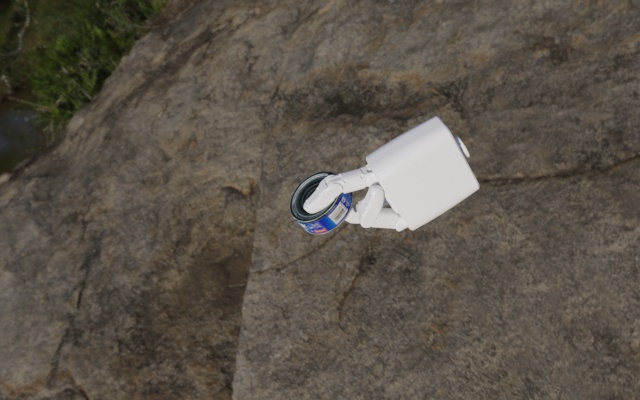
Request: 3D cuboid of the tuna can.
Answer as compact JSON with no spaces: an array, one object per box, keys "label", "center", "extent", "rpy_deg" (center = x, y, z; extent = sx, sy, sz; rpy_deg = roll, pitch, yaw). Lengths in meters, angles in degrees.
[{"label":"tuna can","center":[0.000,0.002,0.658],"extent":[0.086,0.086,0.034],"rpy_deg":[0,-32,38]}]
